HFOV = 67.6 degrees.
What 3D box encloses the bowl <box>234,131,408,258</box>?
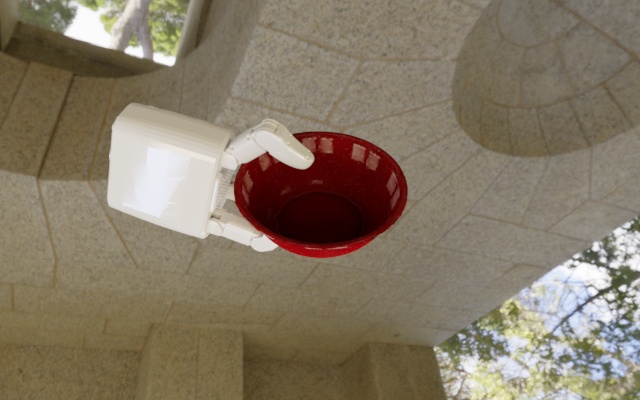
[{"bbox_3d":[0.001,0.002,0.461,0.162,0.055,0.162,1,44,-1],"label":"bowl"}]
